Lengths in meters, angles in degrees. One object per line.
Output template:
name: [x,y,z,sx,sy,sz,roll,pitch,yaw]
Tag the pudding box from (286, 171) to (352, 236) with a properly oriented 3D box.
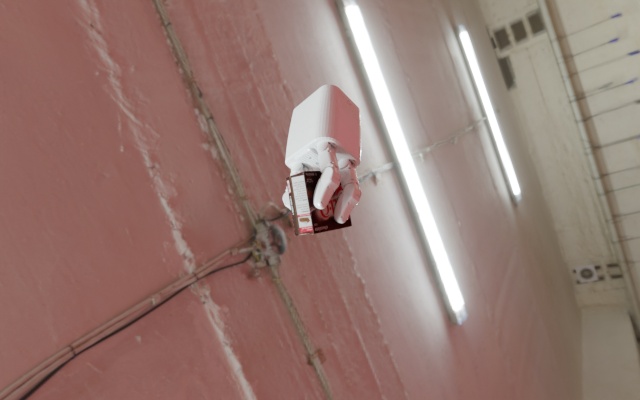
pudding box: [0.000,0.002,0.712,0.039,0.090,0.113,-12,-3,35]
